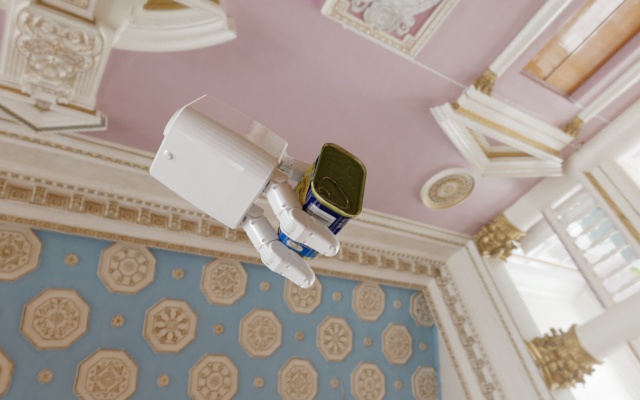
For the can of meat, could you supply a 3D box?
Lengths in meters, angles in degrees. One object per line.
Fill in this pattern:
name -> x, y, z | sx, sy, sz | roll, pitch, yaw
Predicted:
can of meat -> 0.000, 0.002, 0.510 | 0.057, 0.084, 0.102 | 30, 36, -13
